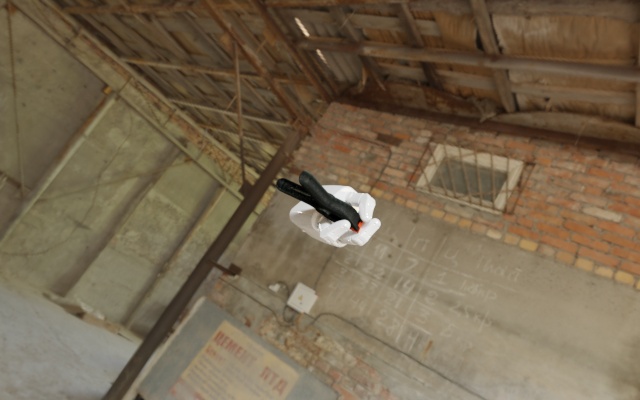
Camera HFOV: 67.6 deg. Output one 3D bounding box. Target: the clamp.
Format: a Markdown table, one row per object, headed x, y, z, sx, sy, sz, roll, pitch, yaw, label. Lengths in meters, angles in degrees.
| x | y | z | sx | sy | sz | roll | pitch | yaw | label |
| --- | --- | --- | --- | --- | --- | --- | --- | --- | --- |
| 0.001 | 0.002 | 0.850 | 0.171 | 0.039 | 0.120 | 39 | -14 | -27 | clamp |
